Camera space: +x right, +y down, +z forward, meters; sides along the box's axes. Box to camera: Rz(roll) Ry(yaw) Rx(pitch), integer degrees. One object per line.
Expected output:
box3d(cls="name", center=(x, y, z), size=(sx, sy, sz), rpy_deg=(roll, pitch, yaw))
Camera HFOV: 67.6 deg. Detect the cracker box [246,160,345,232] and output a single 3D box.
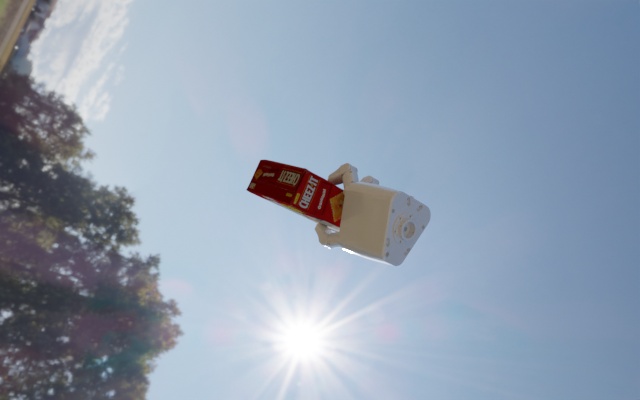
box3d(cls="cracker box", center=(0.000, 0.003, 0.858), size=(0.214, 0.072, 0.164), rpy_deg=(27, -6, -35))
